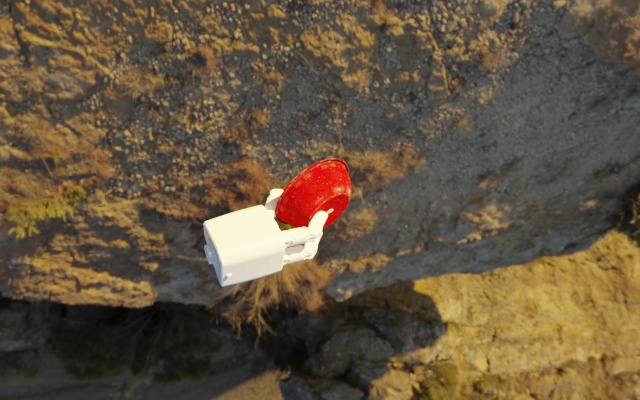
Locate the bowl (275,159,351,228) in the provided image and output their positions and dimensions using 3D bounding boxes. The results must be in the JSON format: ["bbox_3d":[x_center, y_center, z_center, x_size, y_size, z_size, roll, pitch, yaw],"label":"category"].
[{"bbox_3d":[0.001,0.002,0.856,0.162,0.162,0.055,0,43,-53],"label":"bowl"}]
